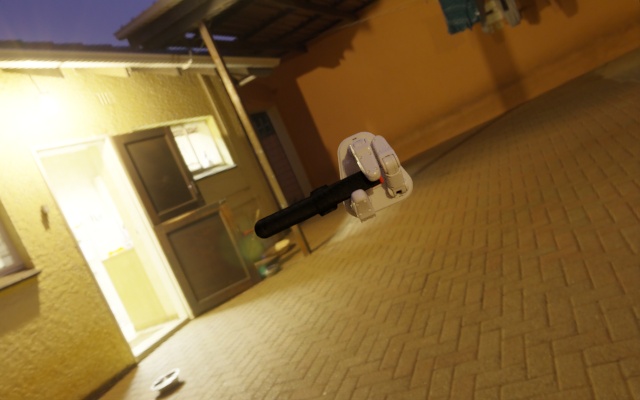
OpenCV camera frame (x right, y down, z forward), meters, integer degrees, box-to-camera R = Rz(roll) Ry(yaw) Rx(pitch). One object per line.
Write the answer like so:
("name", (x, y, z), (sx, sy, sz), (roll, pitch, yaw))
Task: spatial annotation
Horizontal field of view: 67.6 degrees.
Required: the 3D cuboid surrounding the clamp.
("clamp", (0.000, 0.001, 0.632), (0.171, 0.039, 0.120), (-24, 4, 4))
